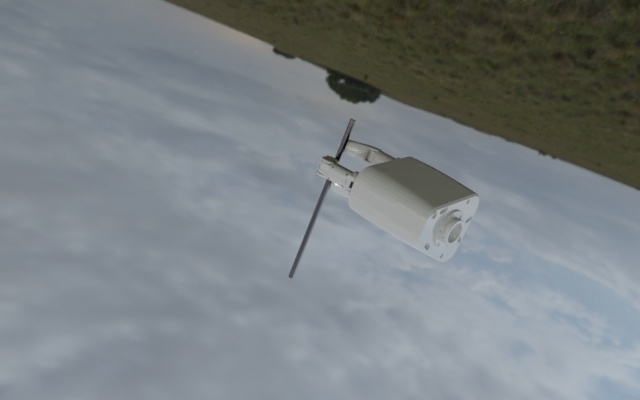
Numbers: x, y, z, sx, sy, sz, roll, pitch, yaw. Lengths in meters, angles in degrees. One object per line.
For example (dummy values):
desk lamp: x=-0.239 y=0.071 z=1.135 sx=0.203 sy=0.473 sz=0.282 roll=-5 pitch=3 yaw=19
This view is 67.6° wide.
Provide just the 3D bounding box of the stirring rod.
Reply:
stirring rod: x=0.000 y=0.002 z=0.655 sx=0.011 sy=0.239 sz=0.011 roll=20 pitch=16 yaw=-6
